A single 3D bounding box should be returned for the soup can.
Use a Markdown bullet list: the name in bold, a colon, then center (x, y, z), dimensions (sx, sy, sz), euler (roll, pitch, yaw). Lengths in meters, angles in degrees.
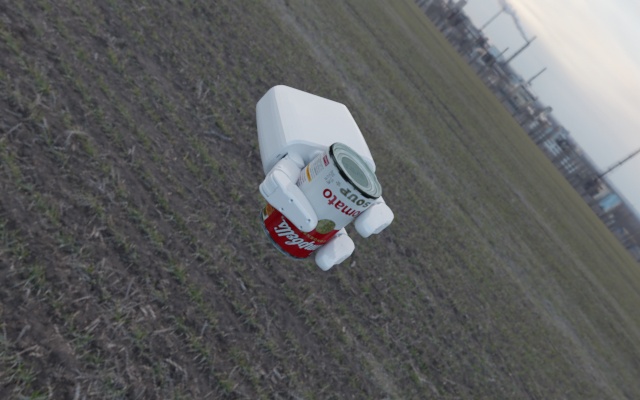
- **soup can**: center (0.000, 0.002, 0.458), dimensions (0.102, 0.068, 0.068), euler (-41, -21, 25)
